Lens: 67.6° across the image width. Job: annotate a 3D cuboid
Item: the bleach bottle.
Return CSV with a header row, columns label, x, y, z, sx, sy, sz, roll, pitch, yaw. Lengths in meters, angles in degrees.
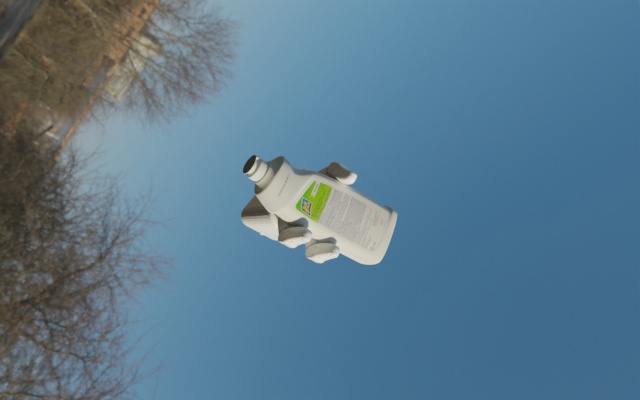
label,x,y,z,sx,sy,sz,roll,pitch,yaw
bleach bottle,0.000,0.002,0.694,0.251,0.102,0.068,32,-21,-31
